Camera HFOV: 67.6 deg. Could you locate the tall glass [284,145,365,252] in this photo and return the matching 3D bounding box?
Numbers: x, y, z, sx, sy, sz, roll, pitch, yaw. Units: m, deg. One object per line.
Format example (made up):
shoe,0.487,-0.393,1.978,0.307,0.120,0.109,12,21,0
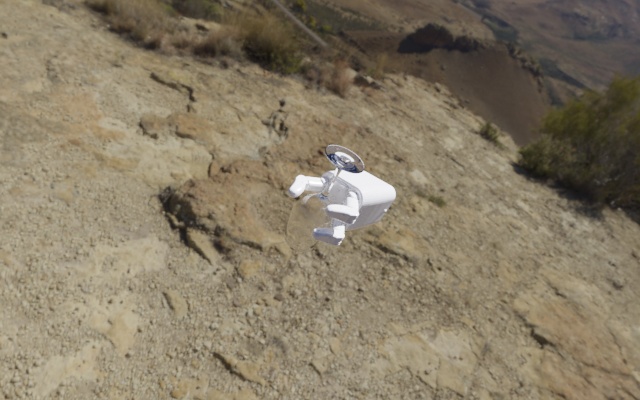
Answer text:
tall glass,0.000,0.002,0.851,0.079,0.201,0.079,20,34,-14
